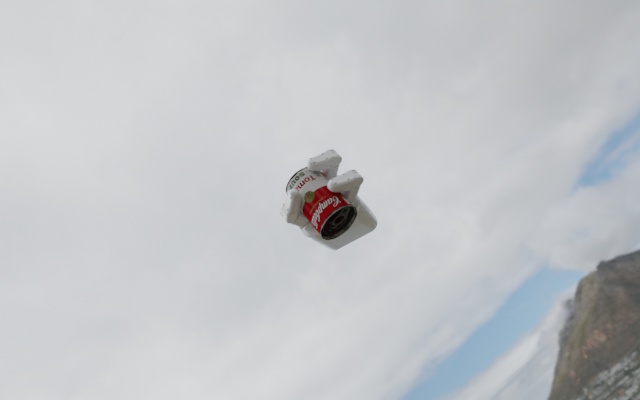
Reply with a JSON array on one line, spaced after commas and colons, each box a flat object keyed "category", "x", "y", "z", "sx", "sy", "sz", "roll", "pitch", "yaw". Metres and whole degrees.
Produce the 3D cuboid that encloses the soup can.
[{"category": "soup can", "x": 0.000, "y": 0.002, "z": 0.743, "sx": 0.068, "sy": 0.068, "sz": 0.102, "roll": 0, "pitch": 39, "yaw": -47}]
